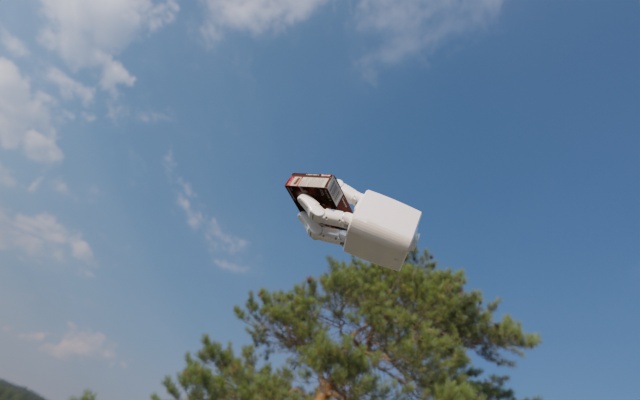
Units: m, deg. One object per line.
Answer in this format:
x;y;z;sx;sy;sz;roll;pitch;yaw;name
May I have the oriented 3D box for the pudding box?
0.000;0.003;0.849;0.090;0.114;0.039;4;46;33;pudding box
